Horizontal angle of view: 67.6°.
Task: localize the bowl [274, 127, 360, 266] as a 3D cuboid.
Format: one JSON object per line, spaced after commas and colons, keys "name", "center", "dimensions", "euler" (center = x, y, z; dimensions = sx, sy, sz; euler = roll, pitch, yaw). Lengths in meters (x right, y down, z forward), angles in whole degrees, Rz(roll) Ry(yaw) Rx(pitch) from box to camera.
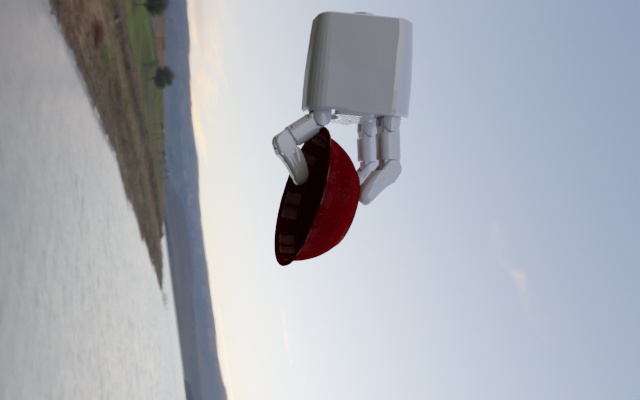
{"name": "bowl", "center": [0.000, 0.003, 0.541], "dimensions": [0.055, 0.162, 0.162], "euler": [17, -6, -18]}
